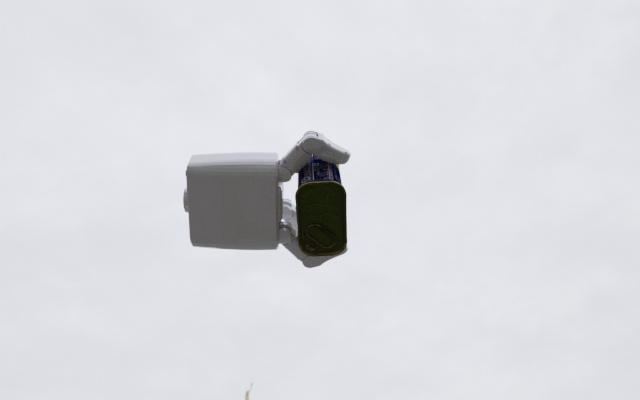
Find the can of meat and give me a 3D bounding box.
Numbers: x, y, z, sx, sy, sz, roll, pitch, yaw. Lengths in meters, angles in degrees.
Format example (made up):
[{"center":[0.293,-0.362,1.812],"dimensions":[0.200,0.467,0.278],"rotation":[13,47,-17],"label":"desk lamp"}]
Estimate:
[{"center":[0.000,0.002,0.577],"dimensions":[0.057,0.102,0.084],"rotation":[-3,32,-1],"label":"can of meat"}]
